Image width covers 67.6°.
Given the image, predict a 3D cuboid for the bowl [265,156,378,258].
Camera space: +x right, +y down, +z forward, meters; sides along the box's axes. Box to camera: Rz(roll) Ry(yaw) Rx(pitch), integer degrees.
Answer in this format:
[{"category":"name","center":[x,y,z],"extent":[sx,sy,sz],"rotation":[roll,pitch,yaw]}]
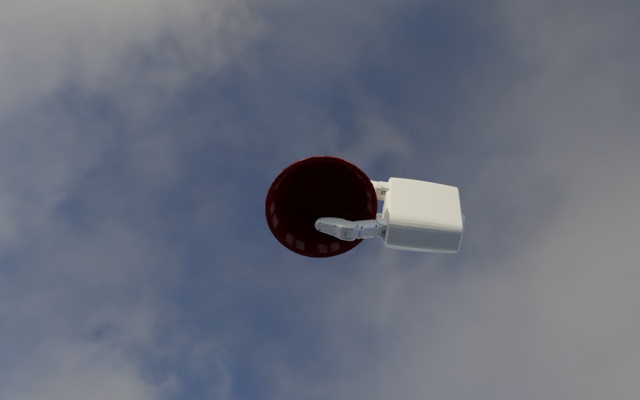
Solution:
[{"category":"bowl","center":[-0.001,0.002,0.701],"extent":[0.162,0.162,0.055],"rotation":[0,26,-4]}]
